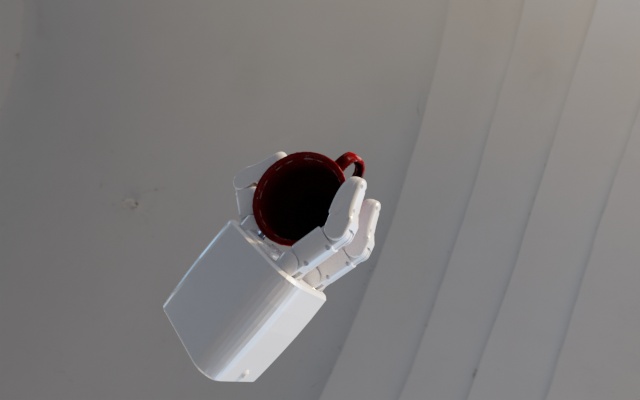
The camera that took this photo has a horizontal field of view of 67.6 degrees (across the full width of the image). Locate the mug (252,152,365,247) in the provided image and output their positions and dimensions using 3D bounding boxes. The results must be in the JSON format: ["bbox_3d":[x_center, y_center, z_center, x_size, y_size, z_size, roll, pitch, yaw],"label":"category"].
[{"bbox_3d":[0.001,0.000,0.473,0.093,0.117,0.081,39,-4,27],"label":"mug"}]
